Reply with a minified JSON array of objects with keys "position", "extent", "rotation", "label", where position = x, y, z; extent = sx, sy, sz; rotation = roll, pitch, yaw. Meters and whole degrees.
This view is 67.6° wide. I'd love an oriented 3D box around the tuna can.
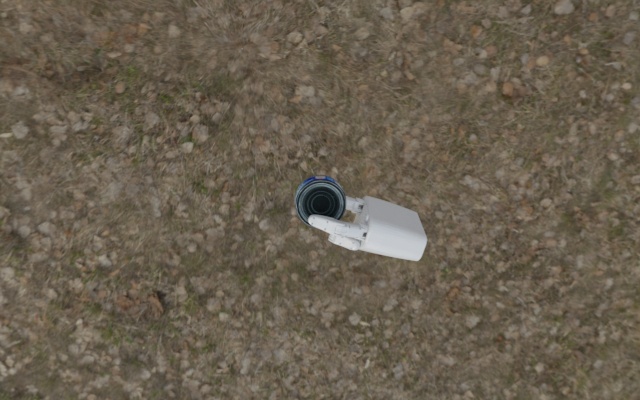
[{"position":[0.000,0.003,0.795],"extent":[0.086,0.086,0.033],"rotation":[0,16,-4],"label":"tuna can"}]
